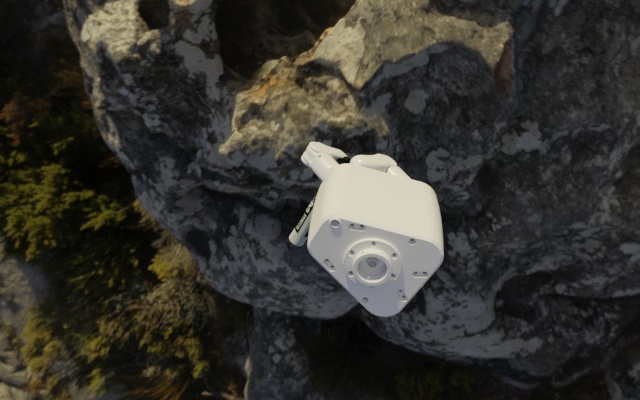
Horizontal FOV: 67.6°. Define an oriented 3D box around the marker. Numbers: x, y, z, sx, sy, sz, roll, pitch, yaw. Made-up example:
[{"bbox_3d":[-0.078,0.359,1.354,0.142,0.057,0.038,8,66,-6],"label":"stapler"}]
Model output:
[{"bbox_3d":[0.000,0.002,0.532,0.020,0.121,0.020,25,27,-14],"label":"marker"}]
